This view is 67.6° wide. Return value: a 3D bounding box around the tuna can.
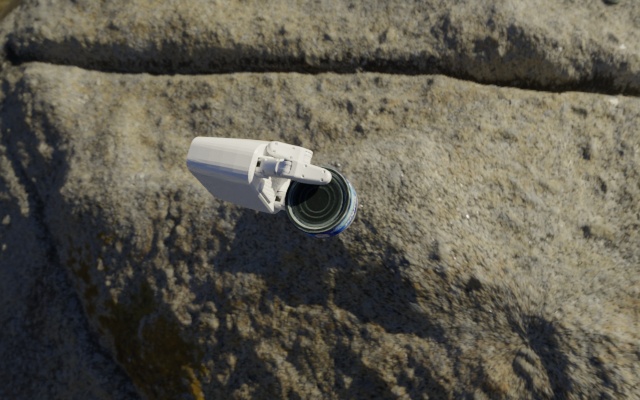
[{"bbox_3d":[0.000,0.002,0.581,0.086,0.086,0.034,0,-14,18],"label":"tuna can"}]
